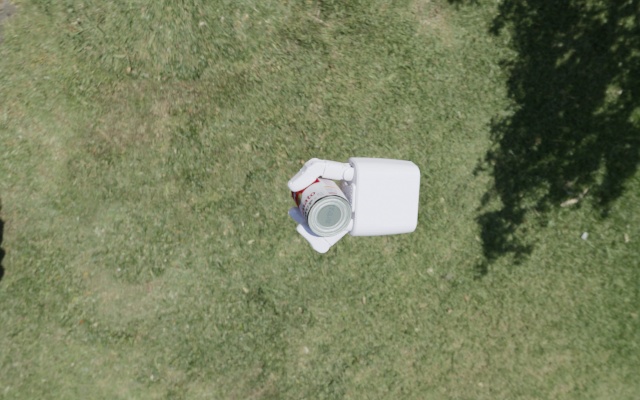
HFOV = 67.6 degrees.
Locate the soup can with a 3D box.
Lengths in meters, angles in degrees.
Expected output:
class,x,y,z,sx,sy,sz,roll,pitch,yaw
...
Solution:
class,x,y,z,sx,sy,sz,roll,pitch,yaw
soup can,0.000,0.002,0.711,0.068,0.068,0.102,0,25,-17
